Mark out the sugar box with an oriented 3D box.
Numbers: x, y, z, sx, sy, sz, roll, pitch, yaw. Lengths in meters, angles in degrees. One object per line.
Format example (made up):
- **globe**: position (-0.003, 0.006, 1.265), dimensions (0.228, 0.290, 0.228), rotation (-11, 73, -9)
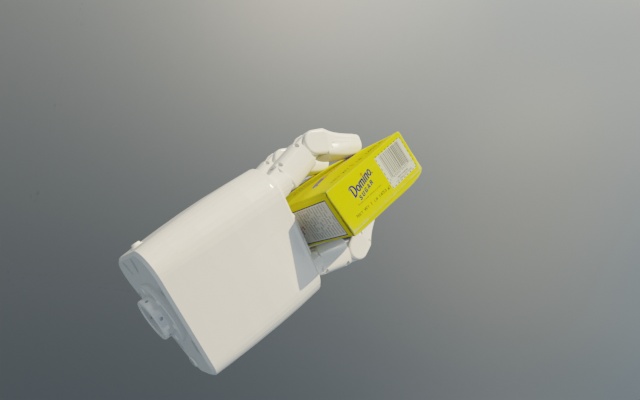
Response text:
- **sugar box**: position (0.000, 0.001, 0.431), dimensions (0.093, 0.048, 0.176), rotation (-39, 12, -31)
